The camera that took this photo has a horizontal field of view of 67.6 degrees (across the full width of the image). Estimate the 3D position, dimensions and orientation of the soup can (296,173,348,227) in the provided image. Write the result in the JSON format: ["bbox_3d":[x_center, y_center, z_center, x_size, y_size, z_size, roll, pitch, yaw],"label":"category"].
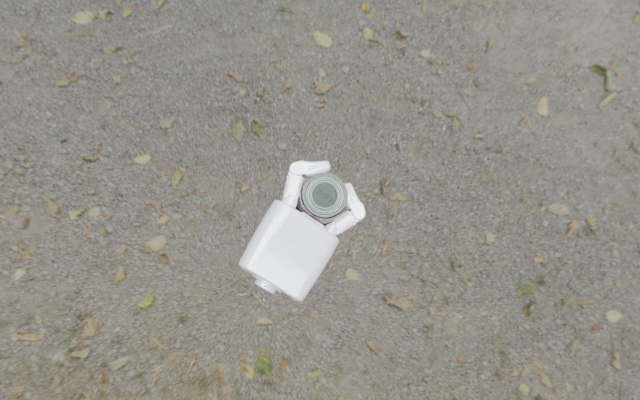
[{"bbox_3d":[0.000,0.002,0.713,0.068,0.068,0.102,0,-12,-7],"label":"soup can"}]
